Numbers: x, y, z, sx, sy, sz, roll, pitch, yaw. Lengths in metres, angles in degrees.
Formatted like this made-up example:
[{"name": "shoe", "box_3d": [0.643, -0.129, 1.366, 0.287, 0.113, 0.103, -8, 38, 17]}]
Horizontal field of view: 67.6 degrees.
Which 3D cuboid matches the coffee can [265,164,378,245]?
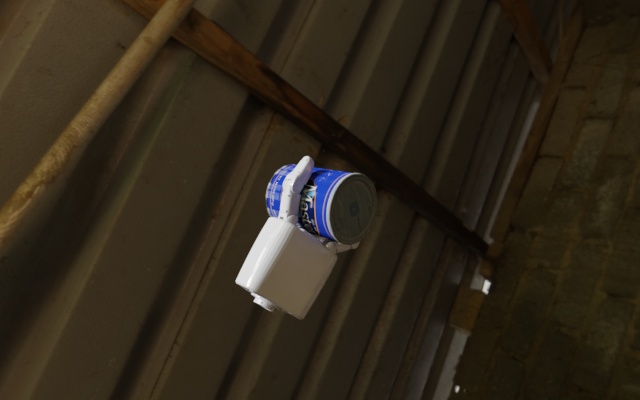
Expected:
[{"name": "coffee can", "box_3d": [0.000, 0.002, 0.722, 0.103, 0.103, 0.140, 0, 8, -45]}]
